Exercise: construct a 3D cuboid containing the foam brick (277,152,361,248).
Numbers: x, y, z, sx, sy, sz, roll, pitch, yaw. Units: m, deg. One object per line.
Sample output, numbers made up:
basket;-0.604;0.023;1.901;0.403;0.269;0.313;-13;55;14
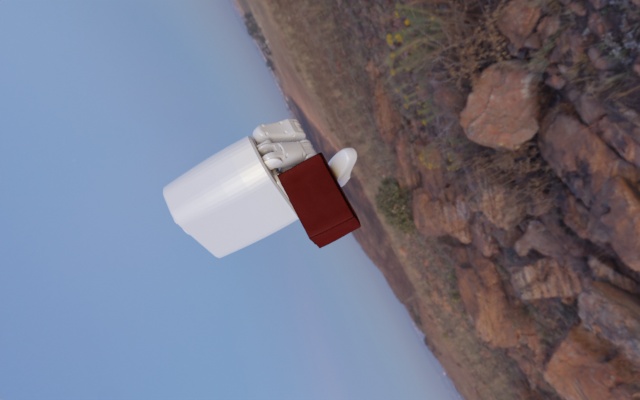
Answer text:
foam brick;0.000;0.002;0.490;0.051;0.078;0.053;-29;-20;2
